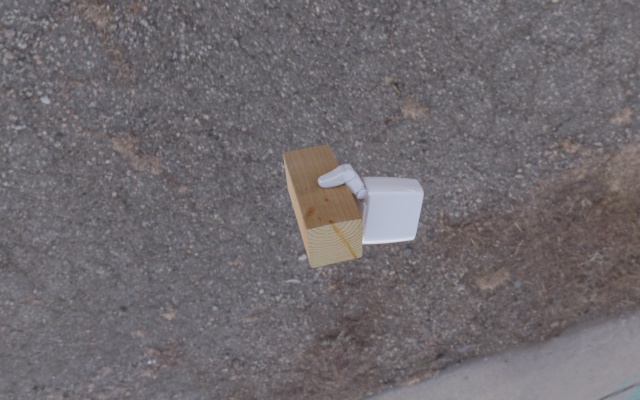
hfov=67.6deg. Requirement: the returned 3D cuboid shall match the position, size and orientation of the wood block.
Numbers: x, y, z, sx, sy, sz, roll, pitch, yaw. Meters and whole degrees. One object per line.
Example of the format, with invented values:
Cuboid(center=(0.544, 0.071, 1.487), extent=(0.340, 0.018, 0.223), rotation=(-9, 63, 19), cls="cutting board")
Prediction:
Cuboid(center=(0.001, 0.002, 0.823), extent=(0.090, 0.091, 0.206), rotation=(-11, 42, -8), cls="wood block")
